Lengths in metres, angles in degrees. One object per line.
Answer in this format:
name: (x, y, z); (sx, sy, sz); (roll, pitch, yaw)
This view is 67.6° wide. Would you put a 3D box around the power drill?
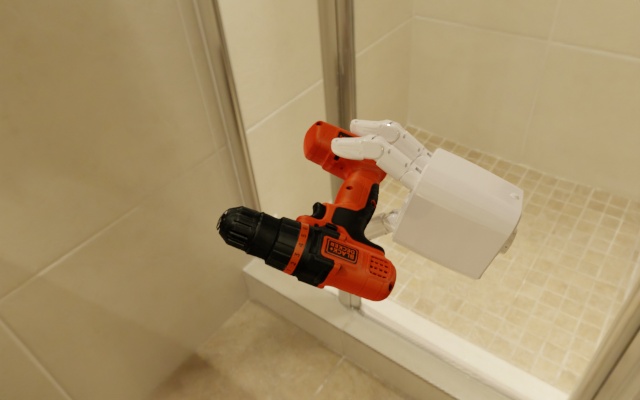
power drill: (0.000, 0.001, 0.512); (0.184, 0.187, 0.057); (23, -39, -11)
